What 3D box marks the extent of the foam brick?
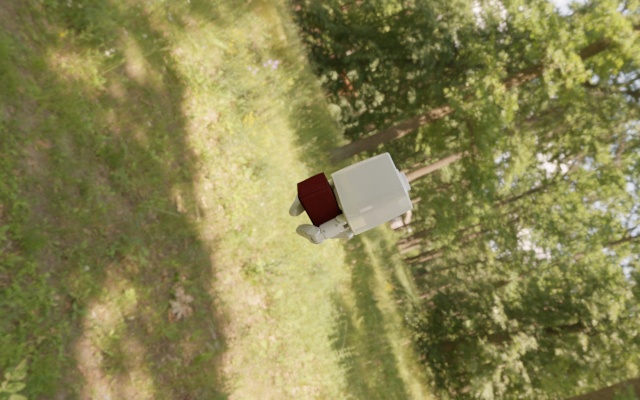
[{"bbox_3d":[0.000,0.002,0.791,0.051,0.078,0.053,-23,33,8],"label":"foam brick"}]
